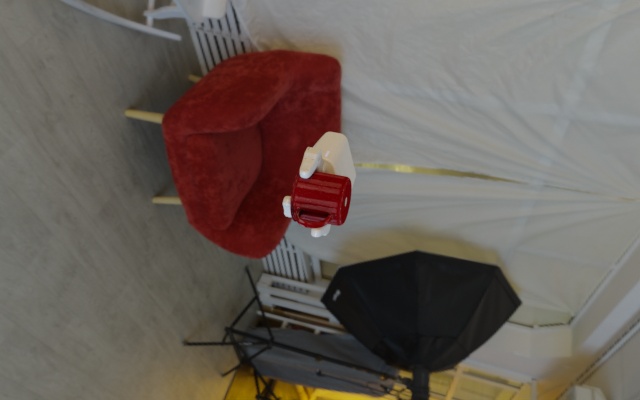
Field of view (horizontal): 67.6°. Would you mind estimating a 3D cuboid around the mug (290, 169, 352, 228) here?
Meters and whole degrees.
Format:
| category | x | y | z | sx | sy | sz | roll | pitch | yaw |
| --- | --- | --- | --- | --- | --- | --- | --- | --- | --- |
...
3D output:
| category | x | y | z | sx | sy | sz | roll | pitch | yaw |
| --- | --- | --- | --- | --- | --- | --- | --- | --- | --- |
| mug | 0.000 | 0.003 | 0.772 | 0.081 | 0.093 | 0.117 | 10 | 39 | 14 |
